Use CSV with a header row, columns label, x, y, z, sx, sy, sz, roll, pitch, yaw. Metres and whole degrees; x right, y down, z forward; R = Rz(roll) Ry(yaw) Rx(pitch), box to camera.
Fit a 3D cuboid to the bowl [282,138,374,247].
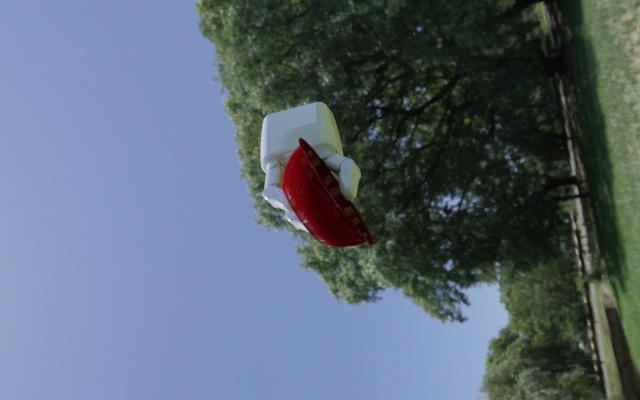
label,x,y,z,sx,sy,sz,roll,pitch,yaw
bowl,0.000,0.003,0.601,0.055,0.162,0.162,-35,-5,7
